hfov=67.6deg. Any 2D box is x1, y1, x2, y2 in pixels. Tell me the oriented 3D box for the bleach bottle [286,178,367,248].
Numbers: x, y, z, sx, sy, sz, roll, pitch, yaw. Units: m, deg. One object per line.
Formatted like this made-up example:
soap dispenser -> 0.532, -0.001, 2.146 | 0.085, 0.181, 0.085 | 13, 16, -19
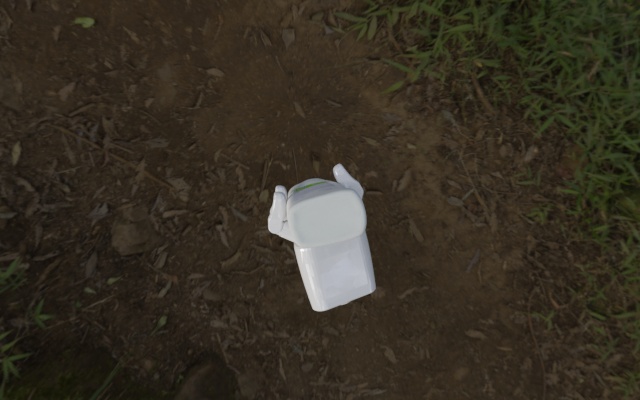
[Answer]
bleach bottle -> 0.000, 0.002, 0.721 | 0.102, 0.068, 0.250 | -14, 11, -1
